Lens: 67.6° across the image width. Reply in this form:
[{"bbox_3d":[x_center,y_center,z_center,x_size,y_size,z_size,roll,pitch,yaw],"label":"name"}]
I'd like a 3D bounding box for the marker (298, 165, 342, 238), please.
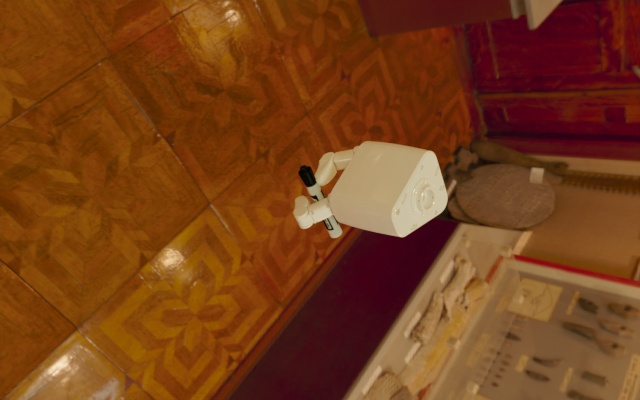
[{"bbox_3d":[0.000,0.002,0.653,0.020,0.121,0.020,-18,33,12],"label":"marker"}]
